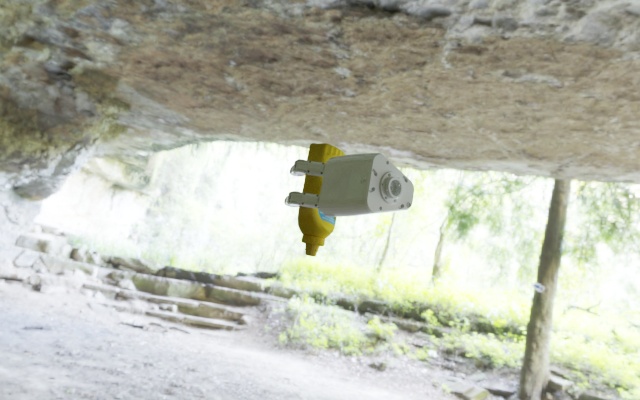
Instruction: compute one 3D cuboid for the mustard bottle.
[{"bbox_3d":[0.000,0.002,0.839,0.058,0.191,0.096,5,-11,26],"label":"mustard bottle"}]
